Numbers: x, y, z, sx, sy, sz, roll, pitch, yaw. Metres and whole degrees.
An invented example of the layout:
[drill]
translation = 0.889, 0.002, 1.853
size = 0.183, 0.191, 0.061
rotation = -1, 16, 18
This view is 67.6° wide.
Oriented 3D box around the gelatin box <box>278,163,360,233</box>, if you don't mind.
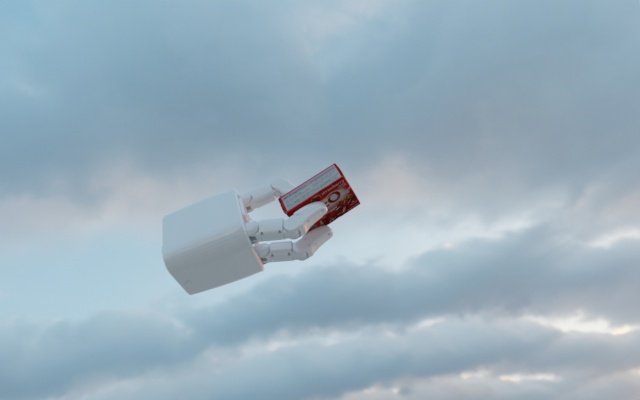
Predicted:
[gelatin box]
translation = 0.000, 0.002, 0.625
size = 0.089, 0.030, 0.073
rotation = -33, -37, 3
